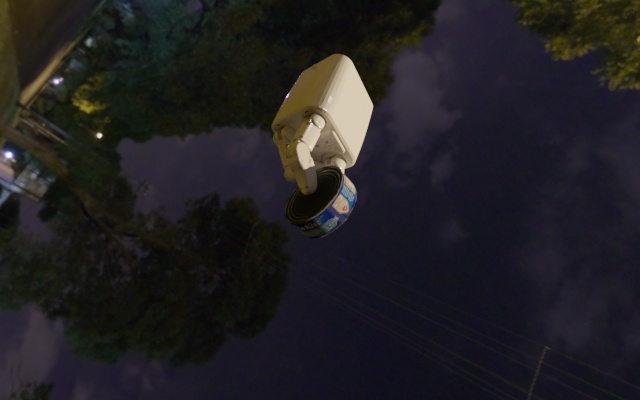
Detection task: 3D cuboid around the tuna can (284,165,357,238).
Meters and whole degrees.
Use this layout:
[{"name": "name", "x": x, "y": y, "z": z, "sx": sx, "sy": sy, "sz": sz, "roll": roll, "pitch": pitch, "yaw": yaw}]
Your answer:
[{"name": "tuna can", "x": 0.000, "y": 0.002, "z": 0.559, "sx": 0.086, "sy": 0.086, "sz": 0.034, "roll": 0, "pitch": -39, "yaw": 51}]
